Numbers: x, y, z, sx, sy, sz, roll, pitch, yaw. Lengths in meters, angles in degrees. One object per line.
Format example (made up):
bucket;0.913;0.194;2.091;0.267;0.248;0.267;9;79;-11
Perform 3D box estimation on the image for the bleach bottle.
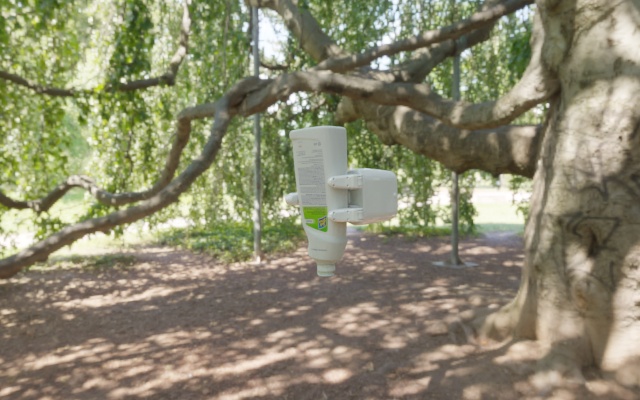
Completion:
bleach bottle;0.000;0.003;0.822;0.068;0.251;0.102;-4;3;-45
